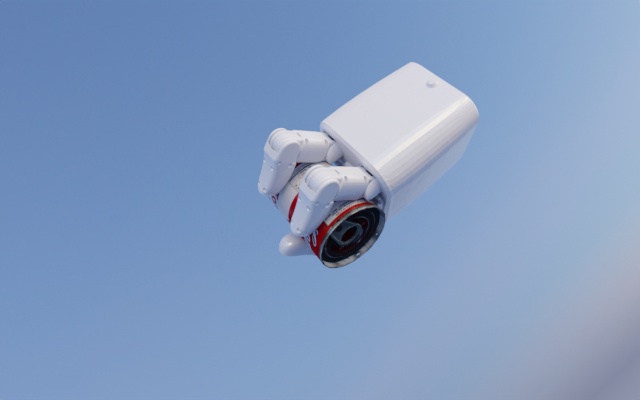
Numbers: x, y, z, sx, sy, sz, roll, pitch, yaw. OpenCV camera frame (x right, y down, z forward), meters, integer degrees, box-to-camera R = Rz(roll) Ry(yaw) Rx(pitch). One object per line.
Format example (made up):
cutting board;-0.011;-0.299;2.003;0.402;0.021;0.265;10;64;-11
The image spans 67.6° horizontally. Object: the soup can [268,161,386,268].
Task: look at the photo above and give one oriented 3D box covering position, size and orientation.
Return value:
soup can;0.000;0.002;0.429;0.068;0.068;0.102;0;37;-45
